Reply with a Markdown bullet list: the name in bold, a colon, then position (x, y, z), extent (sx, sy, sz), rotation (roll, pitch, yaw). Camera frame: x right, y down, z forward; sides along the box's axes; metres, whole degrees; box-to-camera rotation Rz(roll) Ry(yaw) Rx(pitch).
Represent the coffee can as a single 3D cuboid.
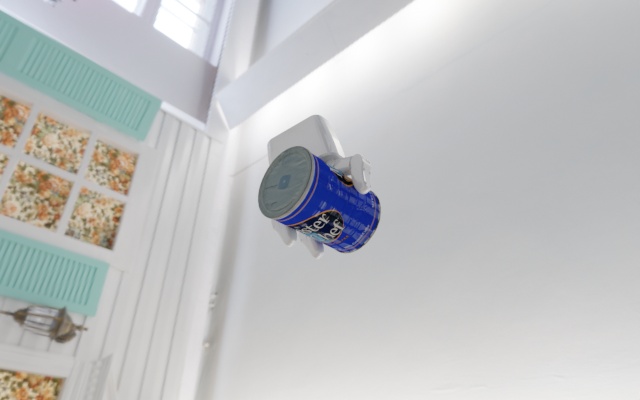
- **coffee can**: position (0.000, 0.002, 0.657), extent (0.140, 0.102, 0.103), rotation (30, -19, -38)
